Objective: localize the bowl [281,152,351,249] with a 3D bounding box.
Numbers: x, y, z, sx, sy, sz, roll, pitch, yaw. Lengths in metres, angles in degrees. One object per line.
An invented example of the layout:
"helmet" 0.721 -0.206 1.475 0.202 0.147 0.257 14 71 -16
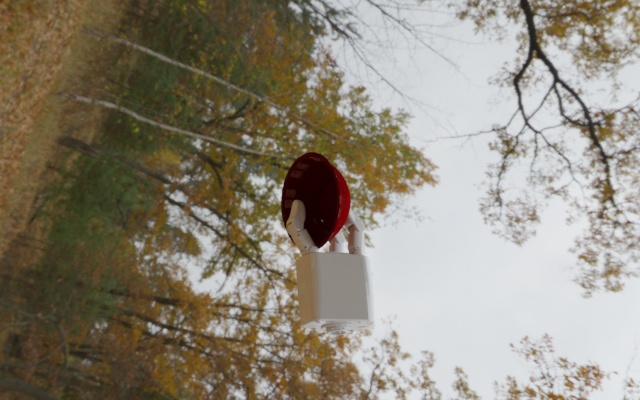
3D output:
"bowl" 0.000 0.001 0.791 0.055 0.162 0.162 1 -1 -38
